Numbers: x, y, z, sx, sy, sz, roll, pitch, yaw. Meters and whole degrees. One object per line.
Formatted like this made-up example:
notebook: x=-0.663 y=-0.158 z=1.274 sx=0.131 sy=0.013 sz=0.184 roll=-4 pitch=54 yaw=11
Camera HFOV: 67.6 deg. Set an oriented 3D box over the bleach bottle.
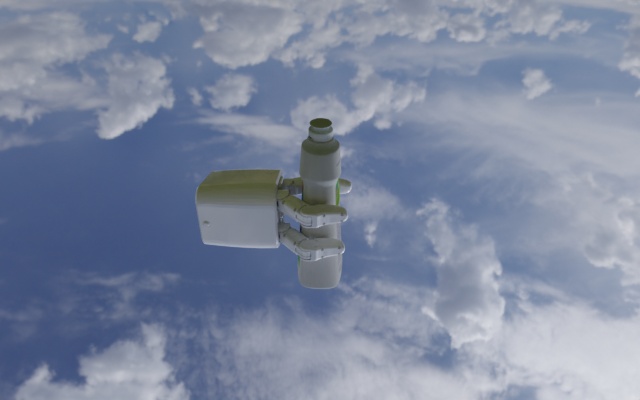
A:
bleach bottle: x=0.000 y=0.002 z=0.666 sx=0.068 sy=0.251 sz=0.102 roll=2 pitch=35 yaw=2
